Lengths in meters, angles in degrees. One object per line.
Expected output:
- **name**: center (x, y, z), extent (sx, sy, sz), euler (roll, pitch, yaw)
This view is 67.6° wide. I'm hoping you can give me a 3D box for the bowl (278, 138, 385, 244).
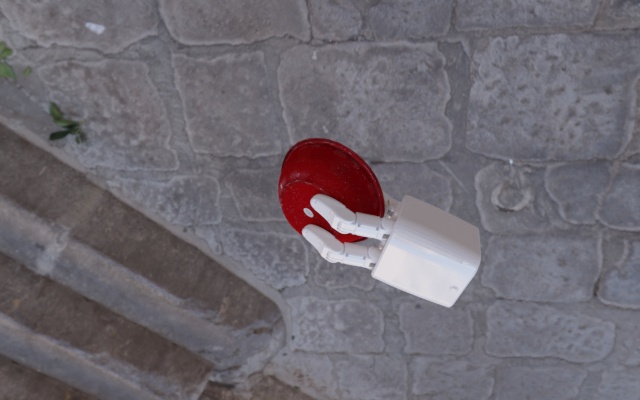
- **bowl**: center (-0.001, 0.002, 0.627), extent (0.162, 0.162, 0.055), euler (0, 30, 37)
